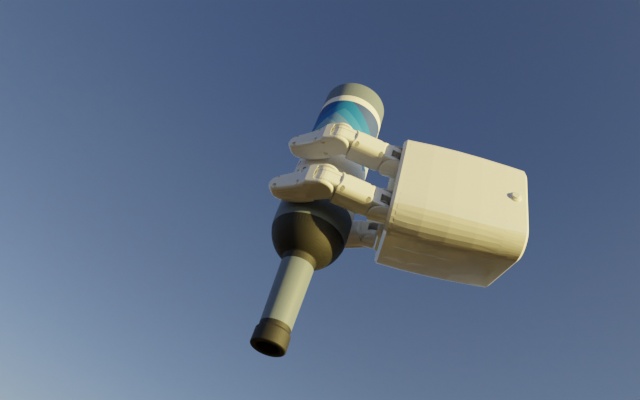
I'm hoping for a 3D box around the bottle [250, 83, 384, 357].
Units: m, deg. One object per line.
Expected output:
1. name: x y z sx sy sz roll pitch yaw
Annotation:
1. bottle: 0.000 0.001 0.437 0.069 0.295 0.069 11 -42 10
